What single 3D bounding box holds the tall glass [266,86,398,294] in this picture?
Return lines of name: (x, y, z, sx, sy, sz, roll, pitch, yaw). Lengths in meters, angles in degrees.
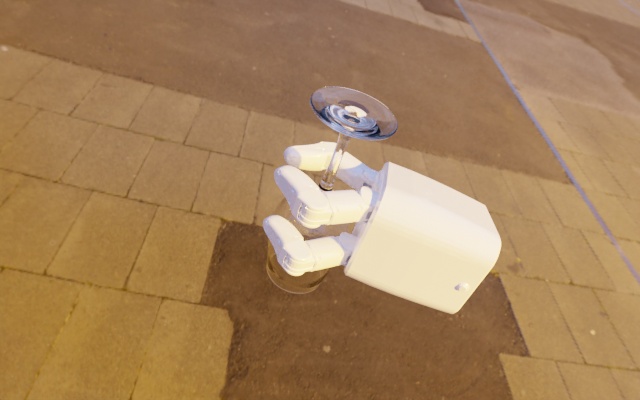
tall glass: (0.000, 0.001, 0.444, 0.079, 0.201, 0.079, 13, 39, -11)
